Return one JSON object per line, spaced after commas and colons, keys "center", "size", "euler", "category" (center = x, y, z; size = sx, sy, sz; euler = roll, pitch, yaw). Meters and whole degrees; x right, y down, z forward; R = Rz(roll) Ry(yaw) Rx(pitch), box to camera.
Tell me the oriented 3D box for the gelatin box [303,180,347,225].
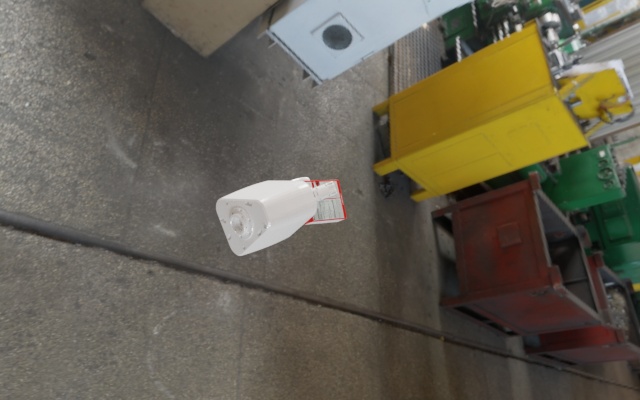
{"center": [0.001, 0.003, 0.838], "size": [0.089, 0.073, 0.030], "euler": [-4, -12, -43], "category": "gelatin box"}
